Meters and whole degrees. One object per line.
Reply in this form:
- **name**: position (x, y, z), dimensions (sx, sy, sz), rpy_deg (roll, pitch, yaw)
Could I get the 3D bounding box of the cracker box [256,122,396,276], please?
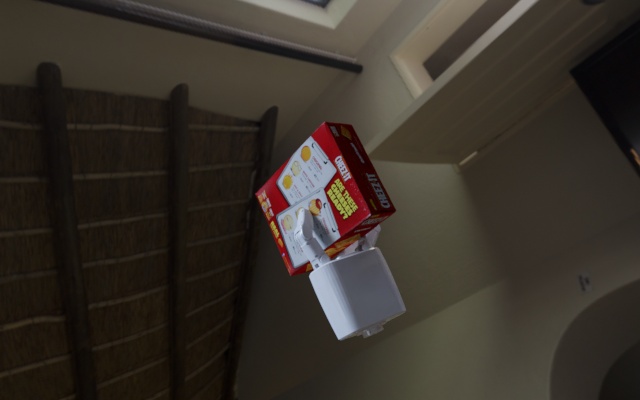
- **cracker box**: position (0.000, 0.003, 0.774), dimensions (0.072, 0.164, 0.214), rpy_deg (-6, -26, -45)
